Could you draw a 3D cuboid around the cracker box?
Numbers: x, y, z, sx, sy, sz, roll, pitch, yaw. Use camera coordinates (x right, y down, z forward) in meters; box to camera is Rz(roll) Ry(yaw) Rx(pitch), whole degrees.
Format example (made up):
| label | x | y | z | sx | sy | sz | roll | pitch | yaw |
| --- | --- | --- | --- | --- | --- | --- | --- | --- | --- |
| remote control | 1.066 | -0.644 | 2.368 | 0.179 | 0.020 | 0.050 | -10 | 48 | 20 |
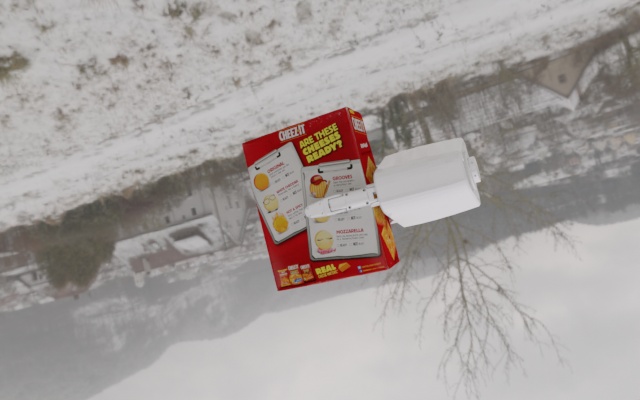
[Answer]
| label | x | y | z | sx | sy | sz | roll | pitch | yaw |
| --- | --- | --- | --- | --- | --- | --- | --- | --- | --- |
| cracker box | 0.000 | 0.002 | 0.656 | 0.164 | 0.213 | 0.072 | -15 | -4 | 22 |
